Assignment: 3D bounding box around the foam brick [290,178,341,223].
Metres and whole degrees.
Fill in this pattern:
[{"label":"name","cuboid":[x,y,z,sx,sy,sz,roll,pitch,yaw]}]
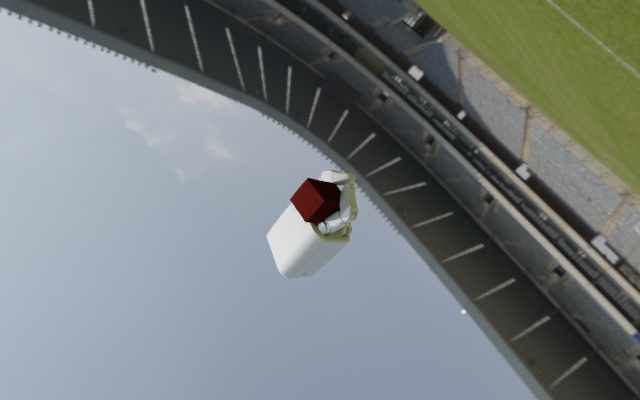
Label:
[{"label":"foam brick","cuboid":[0.000,0.002,0.773,0.051,0.053,0.078,-47,-29,22]}]
